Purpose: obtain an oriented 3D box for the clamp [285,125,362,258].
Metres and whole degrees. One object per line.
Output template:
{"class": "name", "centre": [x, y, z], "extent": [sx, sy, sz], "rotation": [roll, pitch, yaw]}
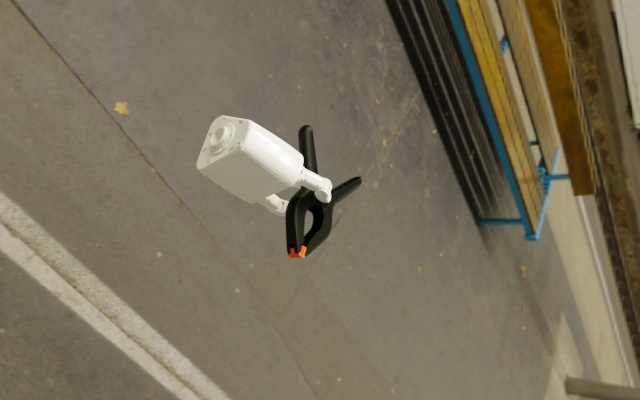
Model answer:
{"class": "clamp", "centre": [0.000, 0.003, 0.791], "extent": [0.036, 0.210, 0.165], "rotation": [-7, -29, 44]}
